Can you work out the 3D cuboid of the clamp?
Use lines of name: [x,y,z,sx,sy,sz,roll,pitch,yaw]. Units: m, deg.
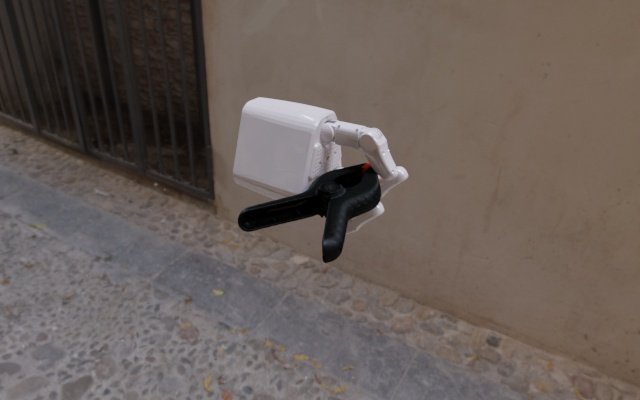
clamp: [0.000,0.001,0.501,0.120,0.039,0.171,17,32,24]
